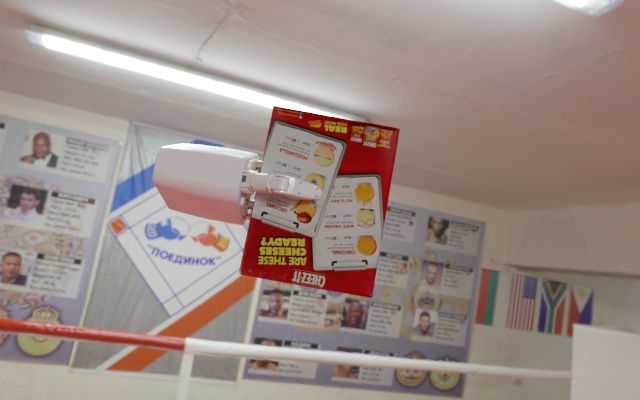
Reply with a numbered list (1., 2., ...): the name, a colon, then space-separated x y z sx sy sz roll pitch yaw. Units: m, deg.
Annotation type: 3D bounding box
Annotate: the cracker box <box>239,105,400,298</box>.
1. cracker box: 0.000 0.002 0.610 0.164 0.213 0.072 10 -7 0
